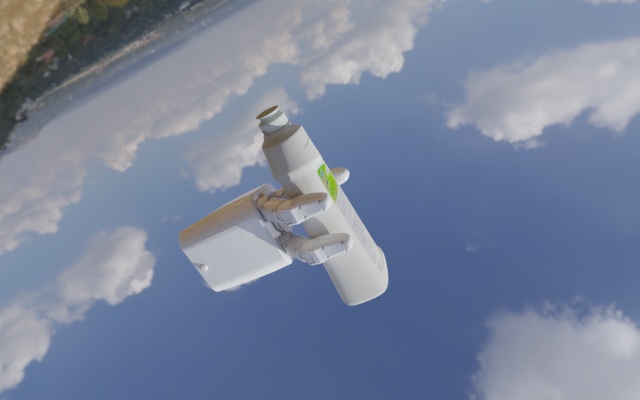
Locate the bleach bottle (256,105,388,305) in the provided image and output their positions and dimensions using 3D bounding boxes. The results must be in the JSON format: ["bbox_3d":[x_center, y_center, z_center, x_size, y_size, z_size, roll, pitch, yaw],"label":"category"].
[{"bbox_3d":[0.000,0.002,0.566,0.068,0.251,0.102,-25,24,11],"label":"bleach bottle"}]
